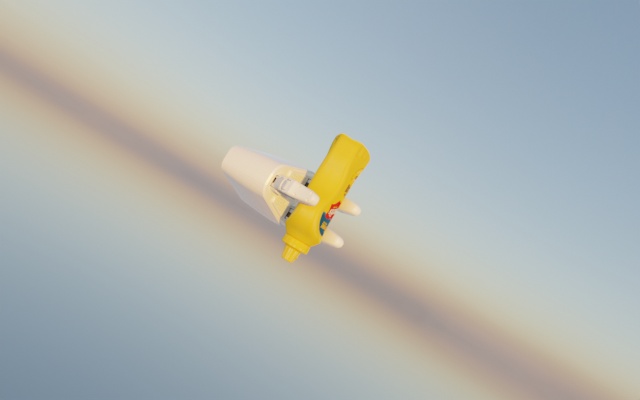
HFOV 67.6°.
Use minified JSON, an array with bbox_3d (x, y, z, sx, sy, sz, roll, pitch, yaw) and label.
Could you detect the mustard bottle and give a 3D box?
[{"bbox_3d":[0.001,0.002,0.684,0.058,0.191,0.096,30,-5,9],"label":"mustard bottle"}]
